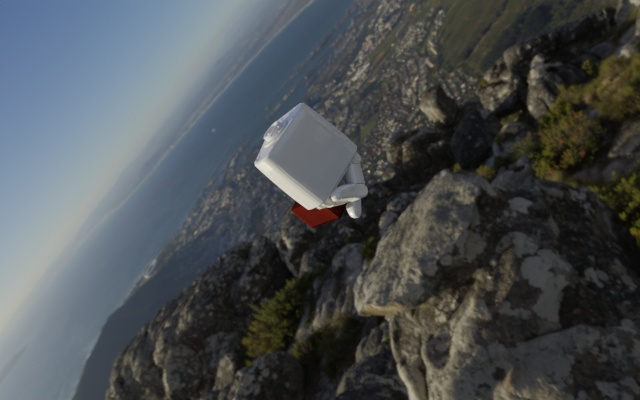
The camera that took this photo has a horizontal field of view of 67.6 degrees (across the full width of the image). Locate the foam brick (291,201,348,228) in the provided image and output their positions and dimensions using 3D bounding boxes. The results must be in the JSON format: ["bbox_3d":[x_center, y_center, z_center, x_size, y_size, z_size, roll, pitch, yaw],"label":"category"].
[{"bbox_3d":[0.000,0.003,0.761,0.051,0.053,0.078,38,-34,-21],"label":"foam brick"}]
